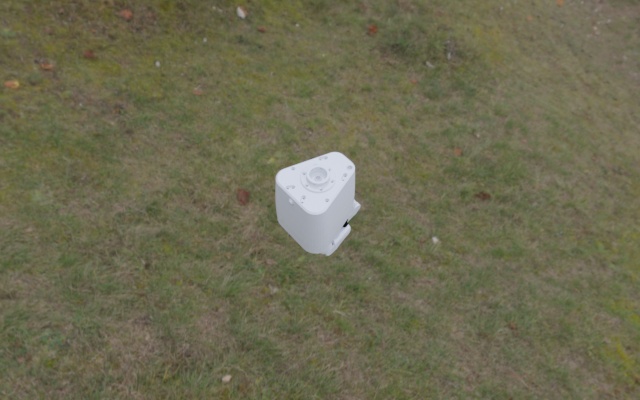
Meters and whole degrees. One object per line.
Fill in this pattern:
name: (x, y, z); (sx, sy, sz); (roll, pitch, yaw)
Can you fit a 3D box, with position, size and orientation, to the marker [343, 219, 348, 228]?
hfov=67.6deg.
marker: (0.000, 0.003, 0.780); (0.121, 0.020, 0.020); (42, 20, 24)
